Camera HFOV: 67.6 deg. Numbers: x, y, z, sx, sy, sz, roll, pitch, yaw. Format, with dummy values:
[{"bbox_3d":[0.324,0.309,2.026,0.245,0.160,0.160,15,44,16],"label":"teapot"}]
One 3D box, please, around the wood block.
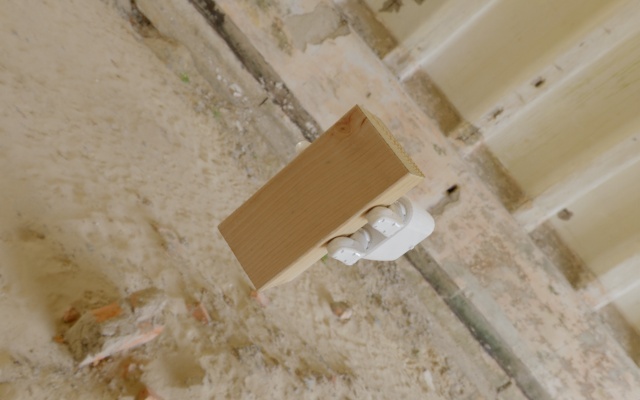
[{"bbox_3d":[0.000,0.001,0.530,0.206,0.091,0.090,-40,-14,17],"label":"wood block"}]
